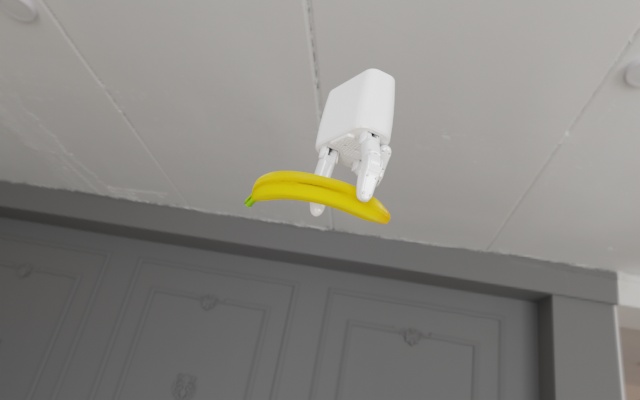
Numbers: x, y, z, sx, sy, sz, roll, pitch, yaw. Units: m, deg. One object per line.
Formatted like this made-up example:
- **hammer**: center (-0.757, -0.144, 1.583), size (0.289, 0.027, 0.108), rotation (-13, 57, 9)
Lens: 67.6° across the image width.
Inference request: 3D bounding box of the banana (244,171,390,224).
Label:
- **banana**: center (-0.003, -0.007, 0.622), size (0.198, 0.037, 0.070), rotation (9, -26, 4)
